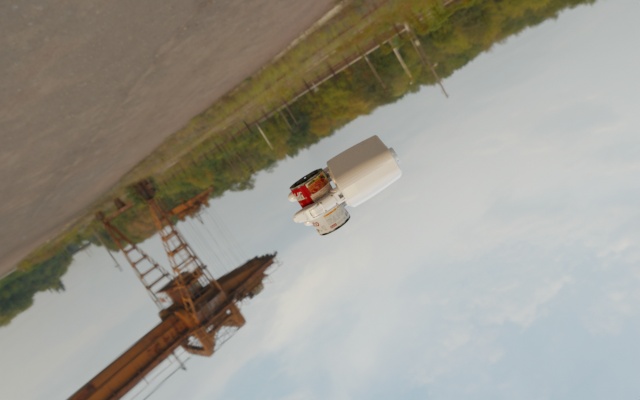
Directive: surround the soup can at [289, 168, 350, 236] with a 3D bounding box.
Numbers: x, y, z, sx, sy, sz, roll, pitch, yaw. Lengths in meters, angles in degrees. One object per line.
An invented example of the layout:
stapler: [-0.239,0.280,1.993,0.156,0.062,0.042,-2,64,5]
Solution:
soup can: [0.000,0.003,0.851,0.068,0.102,0.068,-31,12,7]
